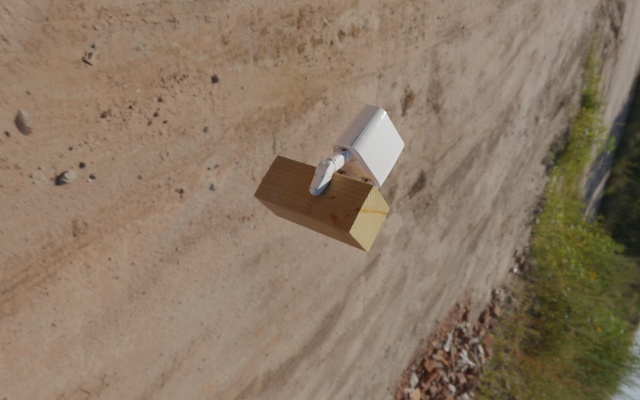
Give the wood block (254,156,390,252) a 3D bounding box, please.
[{"bbox_3d":[0.000,0.002,0.829,0.206,0.090,0.091,19,-17,33],"label":"wood block"}]
